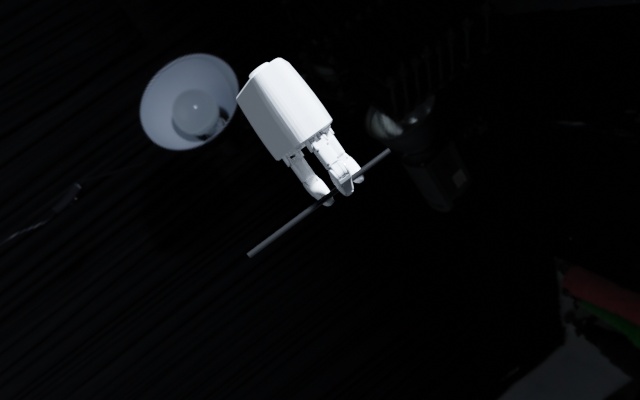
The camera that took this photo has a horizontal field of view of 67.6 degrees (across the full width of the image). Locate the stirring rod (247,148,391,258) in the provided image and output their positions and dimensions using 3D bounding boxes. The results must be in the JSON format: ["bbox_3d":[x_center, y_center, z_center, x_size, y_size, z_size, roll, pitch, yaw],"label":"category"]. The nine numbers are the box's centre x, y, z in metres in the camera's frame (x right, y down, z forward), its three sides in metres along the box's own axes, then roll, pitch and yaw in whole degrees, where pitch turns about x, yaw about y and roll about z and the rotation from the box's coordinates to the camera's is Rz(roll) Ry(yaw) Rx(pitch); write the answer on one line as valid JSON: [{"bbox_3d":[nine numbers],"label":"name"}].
[{"bbox_3d":[0.000,0.002,0.649,0.239,0.011,0.011,-37,5,-7],"label":"stirring rod"}]
